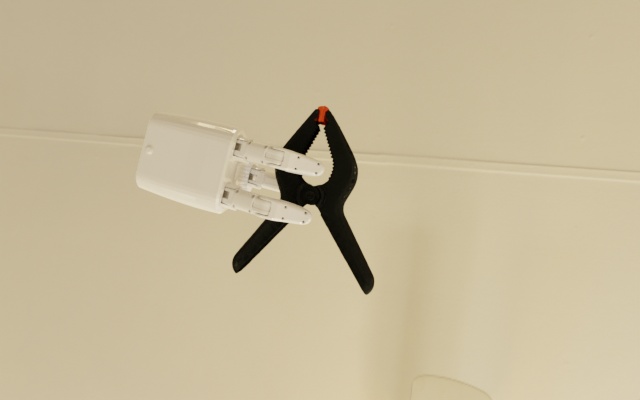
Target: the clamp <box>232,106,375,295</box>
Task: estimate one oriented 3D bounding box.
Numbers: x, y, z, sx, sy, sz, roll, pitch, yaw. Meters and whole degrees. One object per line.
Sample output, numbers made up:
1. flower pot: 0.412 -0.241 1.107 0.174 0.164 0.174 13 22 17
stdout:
1. clamp: 0.000 0.001 0.544 0.164 0.210 0.036 15 2 7
